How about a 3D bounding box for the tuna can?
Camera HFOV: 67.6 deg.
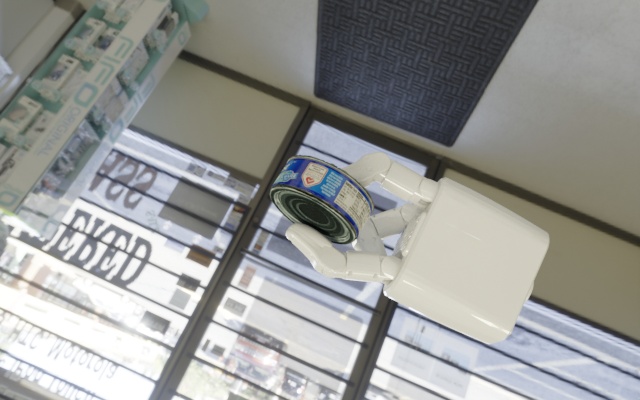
[{"bbox_3d":[0.000,0.002,0.408,0.086,0.033,0.086,26,-22,12],"label":"tuna can"}]
